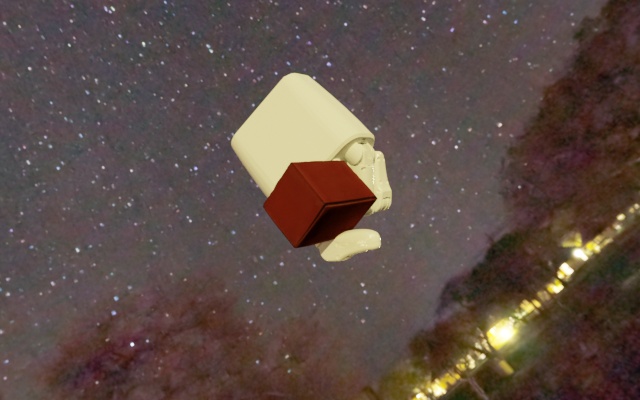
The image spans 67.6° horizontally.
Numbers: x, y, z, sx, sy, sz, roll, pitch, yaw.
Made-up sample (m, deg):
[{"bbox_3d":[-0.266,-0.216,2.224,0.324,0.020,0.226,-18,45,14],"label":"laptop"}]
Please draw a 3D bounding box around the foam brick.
[{"bbox_3d":[0.000,0.001,0.417,0.078,0.051,0.053,-8,-39,-52],"label":"foam brick"}]
